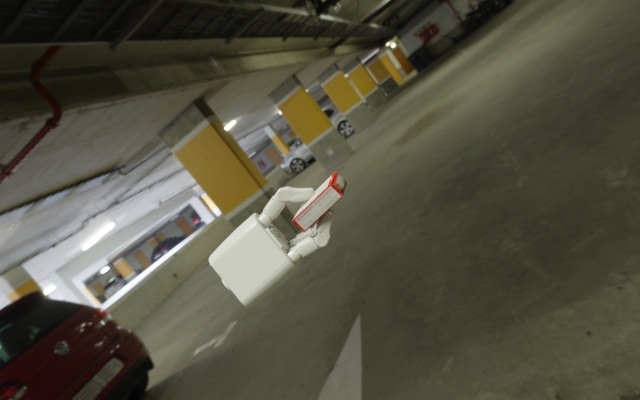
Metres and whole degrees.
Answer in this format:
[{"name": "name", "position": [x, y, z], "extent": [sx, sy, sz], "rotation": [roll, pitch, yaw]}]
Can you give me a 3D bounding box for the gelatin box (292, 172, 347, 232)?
[{"name": "gelatin box", "position": [0.000, 0.002, 0.755], "extent": [0.089, 0.030, 0.073], "rotation": [-44, 7, 18]}]
